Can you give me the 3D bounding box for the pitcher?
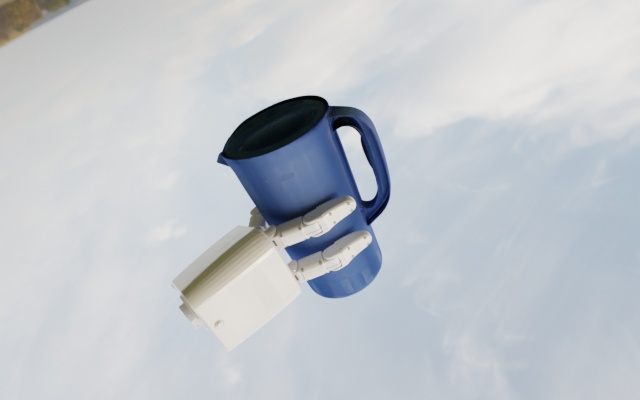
[{"bbox_3d":[0.000,0.002,0.586,0.145,0.243,0.149,-40,33,-21],"label":"pitcher"}]
